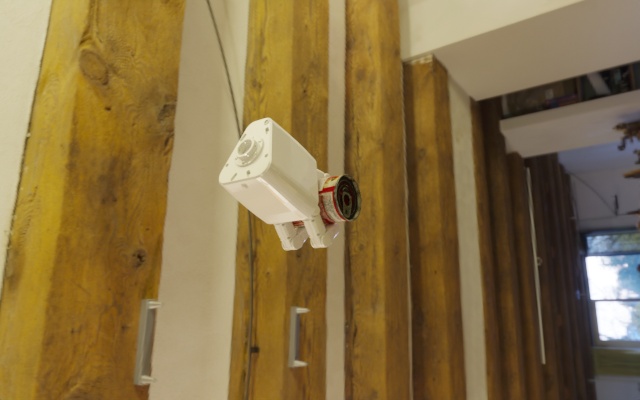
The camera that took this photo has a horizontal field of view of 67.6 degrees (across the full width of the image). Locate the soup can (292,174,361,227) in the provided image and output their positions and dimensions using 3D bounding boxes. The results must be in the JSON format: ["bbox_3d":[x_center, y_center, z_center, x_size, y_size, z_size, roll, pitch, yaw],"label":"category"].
[{"bbox_3d":[0.000,0.003,0.711,0.102,0.068,0.068,-9,-5,34],"label":"soup can"}]
